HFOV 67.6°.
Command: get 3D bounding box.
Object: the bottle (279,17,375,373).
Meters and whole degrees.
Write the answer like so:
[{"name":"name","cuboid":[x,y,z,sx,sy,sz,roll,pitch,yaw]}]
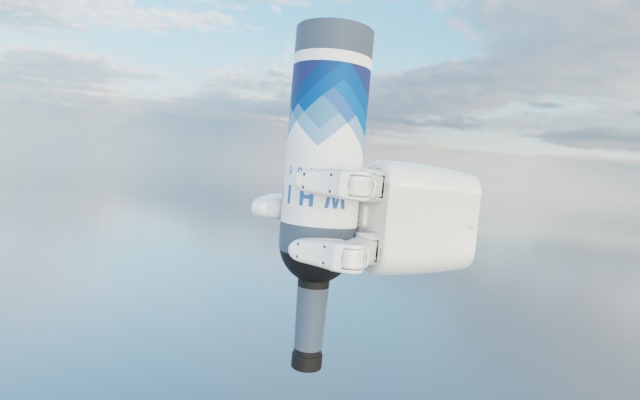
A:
[{"name":"bottle","cuboid":[0.000,0.001,0.415,0.069,0.296,0.069,5,3,0]}]
